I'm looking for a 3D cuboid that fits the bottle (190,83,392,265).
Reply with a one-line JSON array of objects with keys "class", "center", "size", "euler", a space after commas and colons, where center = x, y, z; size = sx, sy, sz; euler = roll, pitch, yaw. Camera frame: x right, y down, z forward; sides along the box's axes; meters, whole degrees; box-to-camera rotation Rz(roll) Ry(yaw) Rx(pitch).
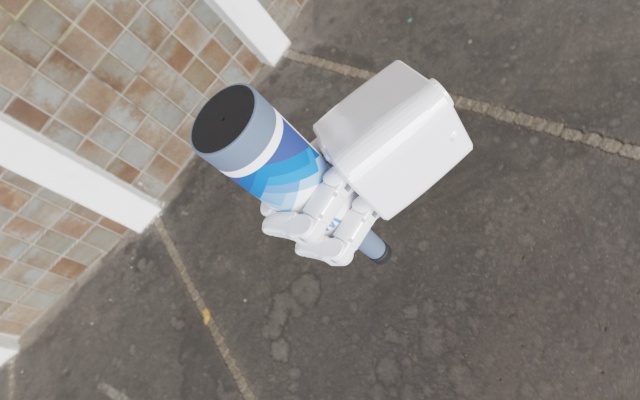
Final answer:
[{"class": "bottle", "center": [0.000, 0.001, 0.472], "size": [0.069, 0.069, 0.296], "euler": [0, -26, 34]}]
